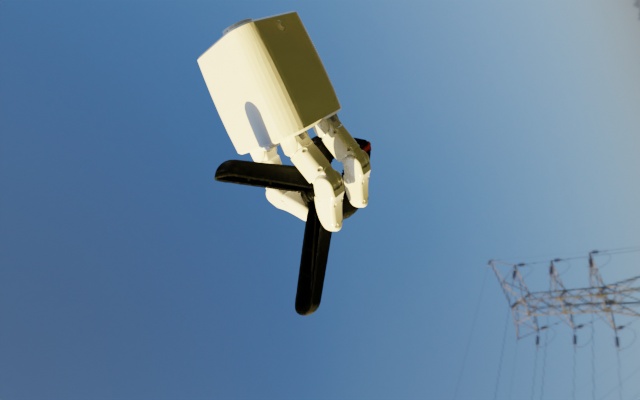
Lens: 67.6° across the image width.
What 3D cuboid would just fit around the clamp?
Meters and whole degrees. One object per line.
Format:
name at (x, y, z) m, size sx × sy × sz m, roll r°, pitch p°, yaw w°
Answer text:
clamp at (0.000, 0.001, 0.492) m, size 0.036 × 0.164 × 0.210 m, roll -10°, pitch 19°, yaw 40°
